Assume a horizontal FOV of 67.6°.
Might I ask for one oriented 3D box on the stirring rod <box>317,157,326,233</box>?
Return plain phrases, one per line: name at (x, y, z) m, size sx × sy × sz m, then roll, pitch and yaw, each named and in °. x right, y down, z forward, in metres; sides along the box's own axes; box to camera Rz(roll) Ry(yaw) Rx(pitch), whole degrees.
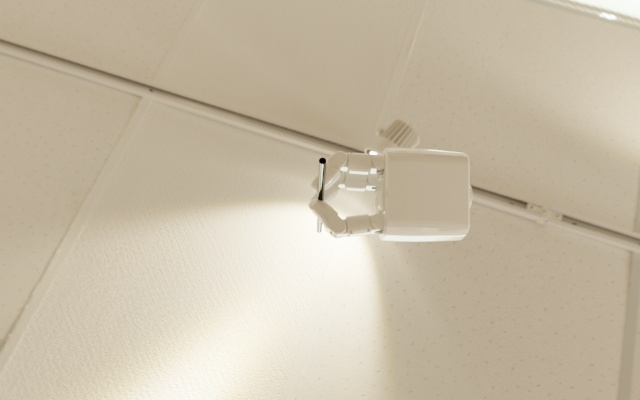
stirring rod at (0.000, 0.002, 0.620) m, size 0.011 × 0.011 × 0.240 m, roll 0°, pitch -22°, yaw -1°
